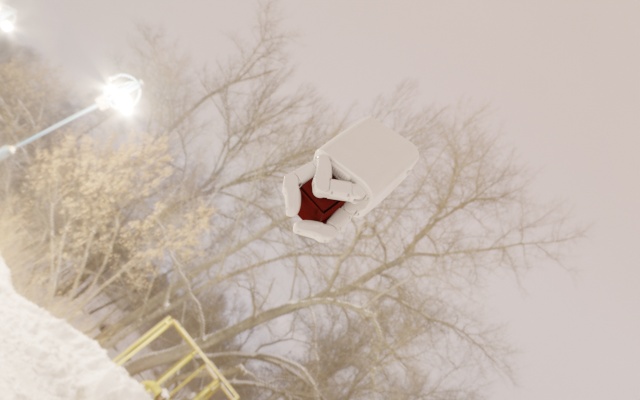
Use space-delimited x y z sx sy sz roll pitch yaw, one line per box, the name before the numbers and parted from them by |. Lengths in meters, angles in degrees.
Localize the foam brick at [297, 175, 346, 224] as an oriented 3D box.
foam brick | 0.000 0.002 0.686 0.051 0.053 0.078 -38 -13 -23
